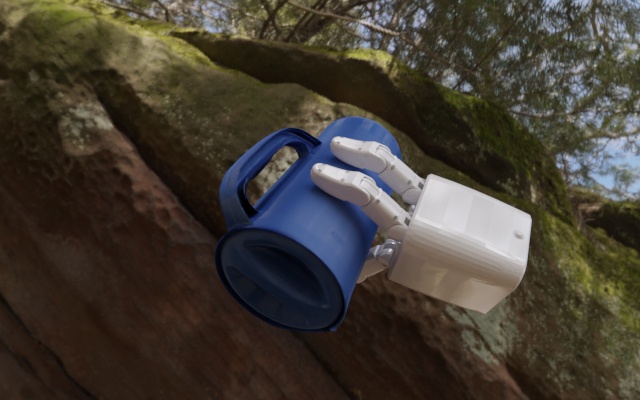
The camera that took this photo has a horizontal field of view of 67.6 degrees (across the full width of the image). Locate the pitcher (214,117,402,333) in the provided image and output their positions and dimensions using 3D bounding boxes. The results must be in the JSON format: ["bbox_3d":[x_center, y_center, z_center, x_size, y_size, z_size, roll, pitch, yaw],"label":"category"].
[{"bbox_3d":[0.000,0.002,0.508,0.145,0.149,0.242,23,44,10],"label":"pitcher"}]
